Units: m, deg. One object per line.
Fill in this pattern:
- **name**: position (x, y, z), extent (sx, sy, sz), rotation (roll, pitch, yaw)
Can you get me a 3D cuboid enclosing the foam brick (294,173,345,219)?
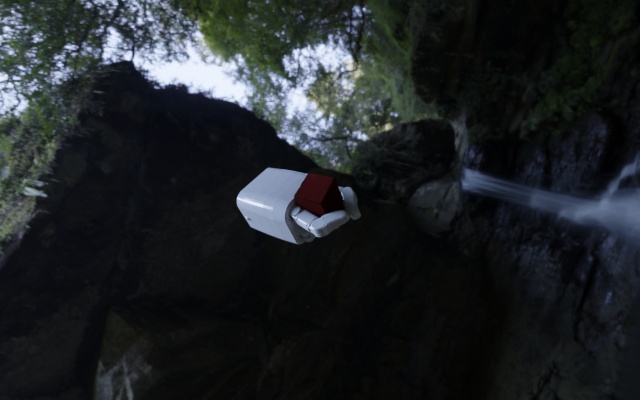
- **foam brick**: position (0.000, 0.002, 0.760), extent (0.051, 0.053, 0.078), rotation (15, -32, 28)
